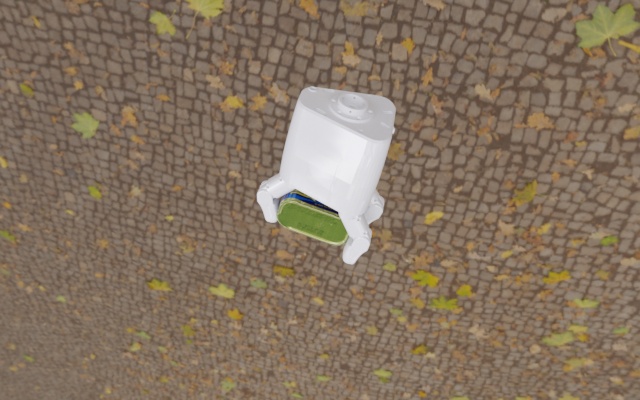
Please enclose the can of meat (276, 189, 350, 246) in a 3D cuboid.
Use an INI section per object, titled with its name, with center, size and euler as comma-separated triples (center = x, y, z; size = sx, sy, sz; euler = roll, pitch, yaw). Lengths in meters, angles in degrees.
[can of meat]
center = 0.000, 0.002, 0.620
size = 0.102, 0.057, 0.084
euler = 19, 43, -3
